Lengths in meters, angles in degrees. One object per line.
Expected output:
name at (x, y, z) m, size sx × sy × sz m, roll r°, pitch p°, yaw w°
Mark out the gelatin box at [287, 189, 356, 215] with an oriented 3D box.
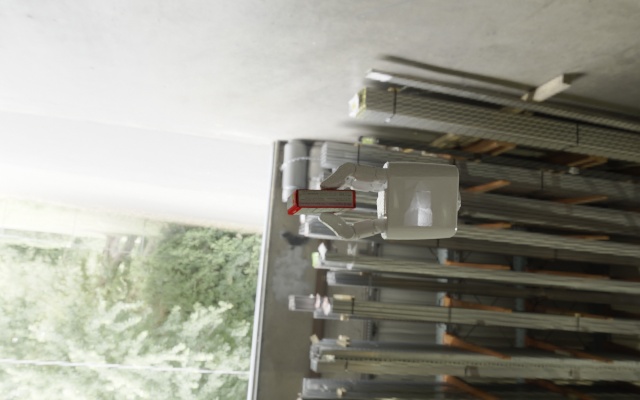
gelatin box at (0.000, 0.003, 0.707) m, size 0.089 × 0.030 × 0.073 m, roll 0°, pitch -9°, yaw -14°
